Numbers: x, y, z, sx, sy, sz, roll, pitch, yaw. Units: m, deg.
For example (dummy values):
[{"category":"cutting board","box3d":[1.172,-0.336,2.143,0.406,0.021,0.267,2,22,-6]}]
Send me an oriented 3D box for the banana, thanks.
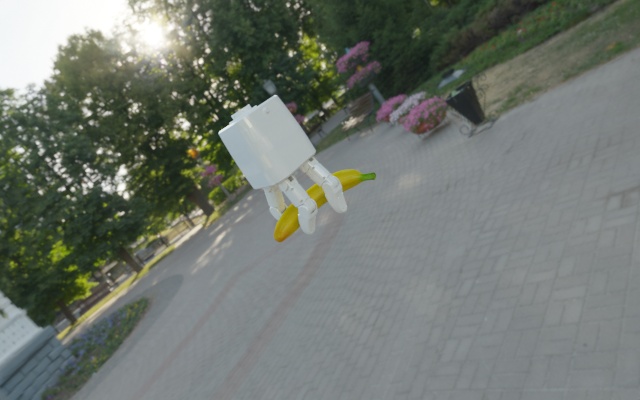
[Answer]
[{"category":"banana","box3d":[-0.005,-0.001,0.775,0.197,0.037,0.069,-35,18,-17]}]
